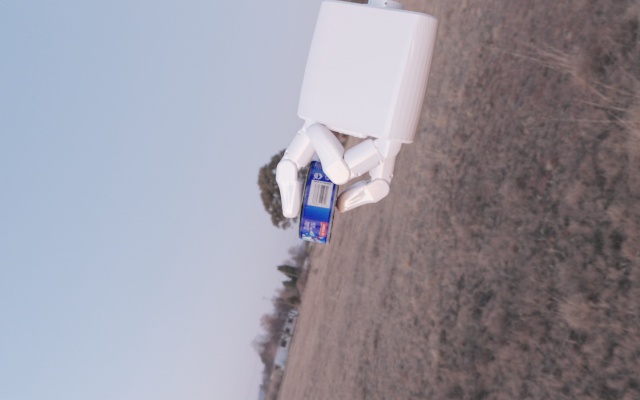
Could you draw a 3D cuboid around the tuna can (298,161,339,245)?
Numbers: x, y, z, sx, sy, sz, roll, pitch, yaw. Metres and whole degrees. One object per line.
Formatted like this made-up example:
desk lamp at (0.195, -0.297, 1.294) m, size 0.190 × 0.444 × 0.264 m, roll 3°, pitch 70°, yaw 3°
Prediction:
tuna can at (-0.001, 0.002, 0.502) m, size 0.034 × 0.086 × 0.086 m, roll 9°, pitch 0°, yaw 2°
